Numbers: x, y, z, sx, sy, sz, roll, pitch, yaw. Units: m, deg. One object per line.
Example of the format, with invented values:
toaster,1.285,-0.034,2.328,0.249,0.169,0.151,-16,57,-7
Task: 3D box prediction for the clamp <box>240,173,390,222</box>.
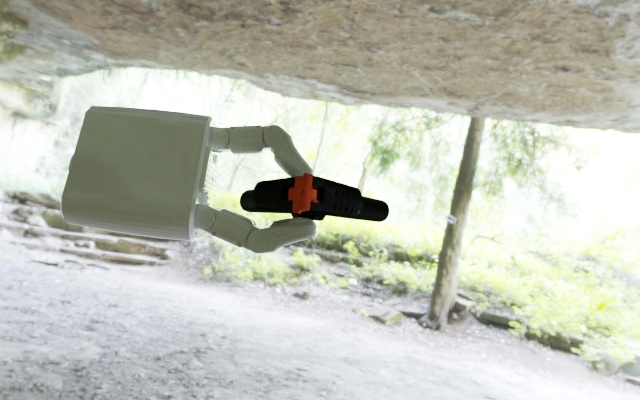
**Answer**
clamp,0.000,0.001,0.444,0.164,0.036,0.210,4,-3,-5
